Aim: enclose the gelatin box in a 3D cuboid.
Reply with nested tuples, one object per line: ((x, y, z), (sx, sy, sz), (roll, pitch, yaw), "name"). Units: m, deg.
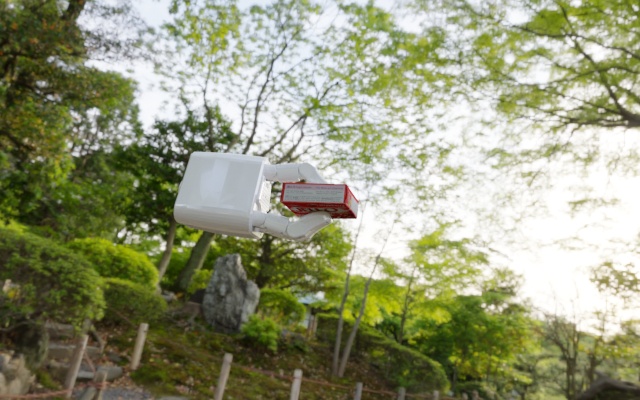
((0.000, 0.002, 0.632), (0.089, 0.030, 0.073), (1, -17, 17), "gelatin box")
